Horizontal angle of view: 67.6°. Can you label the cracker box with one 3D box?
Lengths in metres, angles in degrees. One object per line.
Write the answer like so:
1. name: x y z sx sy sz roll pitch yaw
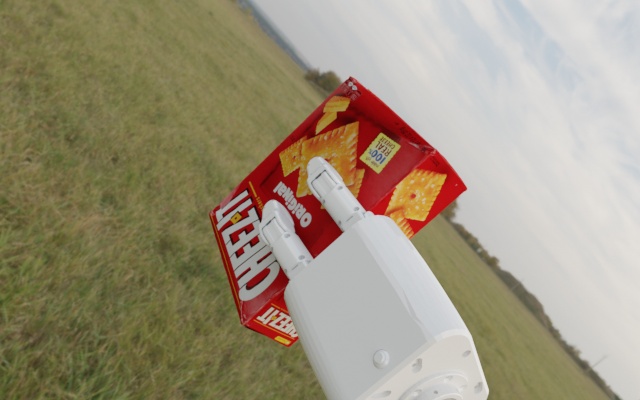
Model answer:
1. cracker box: 0.000 0.001 0.451 0.072 0.214 0.164 40 12 -39
